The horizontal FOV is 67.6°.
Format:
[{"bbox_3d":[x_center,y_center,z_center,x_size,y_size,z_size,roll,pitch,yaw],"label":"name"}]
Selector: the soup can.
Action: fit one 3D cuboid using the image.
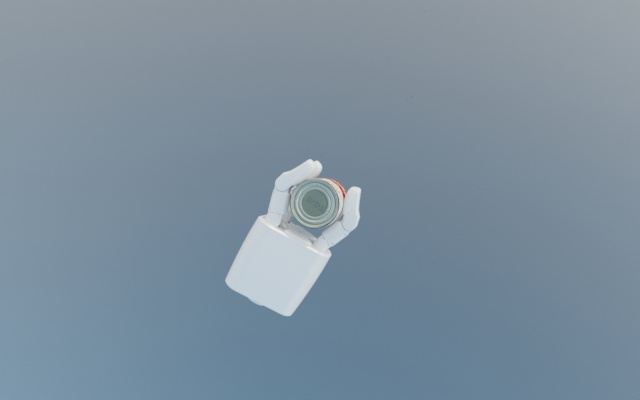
[{"bbox_3d":[0.000,0.002,0.670,0.068,0.068,0.102,0,2,10],"label":"soup can"}]
